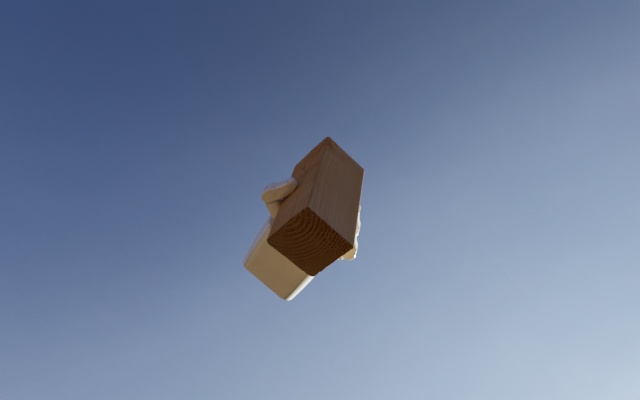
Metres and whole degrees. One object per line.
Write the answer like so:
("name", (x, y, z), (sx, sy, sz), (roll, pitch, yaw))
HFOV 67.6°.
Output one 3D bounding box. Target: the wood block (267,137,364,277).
("wood block", (0.000, 0.002, 0.730), (0.090, 0.091, 0.206), (-39, 20, 29))
